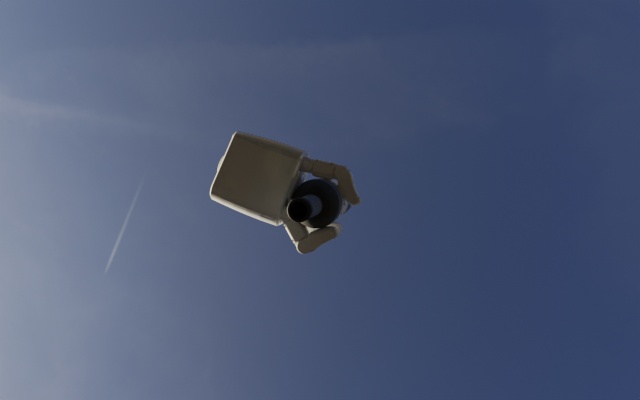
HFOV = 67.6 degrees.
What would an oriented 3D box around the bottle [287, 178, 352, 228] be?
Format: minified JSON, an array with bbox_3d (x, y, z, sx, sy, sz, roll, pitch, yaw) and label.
[{"bbox_3d":[0.000,0.002,0.675,0.069,0.069,0.295,0,3,9],"label":"bottle"}]
